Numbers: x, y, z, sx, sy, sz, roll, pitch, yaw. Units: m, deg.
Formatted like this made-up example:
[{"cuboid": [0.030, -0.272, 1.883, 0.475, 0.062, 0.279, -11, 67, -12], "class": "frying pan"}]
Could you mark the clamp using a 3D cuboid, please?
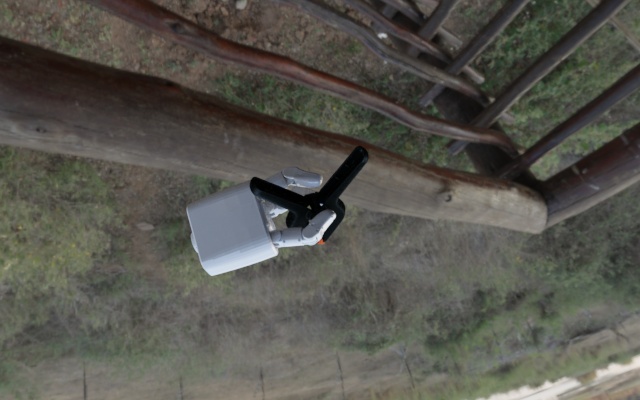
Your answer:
[{"cuboid": [0.000, 0.003, 0.709, 0.164, 0.036, 0.210, -20, -32, 0], "class": "clamp"}]
